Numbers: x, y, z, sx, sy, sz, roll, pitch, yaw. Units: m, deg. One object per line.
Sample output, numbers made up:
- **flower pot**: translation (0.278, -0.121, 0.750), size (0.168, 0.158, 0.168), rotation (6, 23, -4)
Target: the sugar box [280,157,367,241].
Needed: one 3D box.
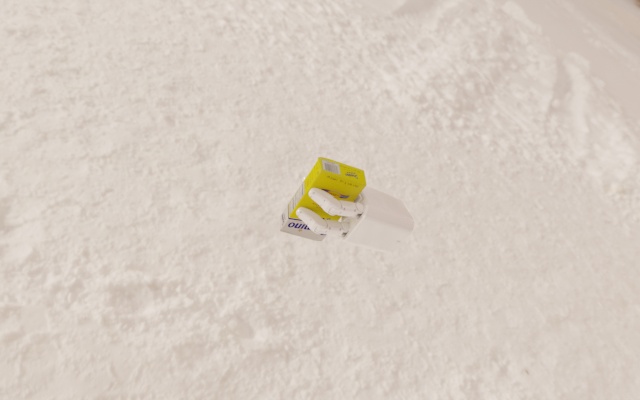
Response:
- **sugar box**: translation (0.000, 0.003, 0.882), size (0.093, 0.048, 0.176), rotation (16, -49, -21)
